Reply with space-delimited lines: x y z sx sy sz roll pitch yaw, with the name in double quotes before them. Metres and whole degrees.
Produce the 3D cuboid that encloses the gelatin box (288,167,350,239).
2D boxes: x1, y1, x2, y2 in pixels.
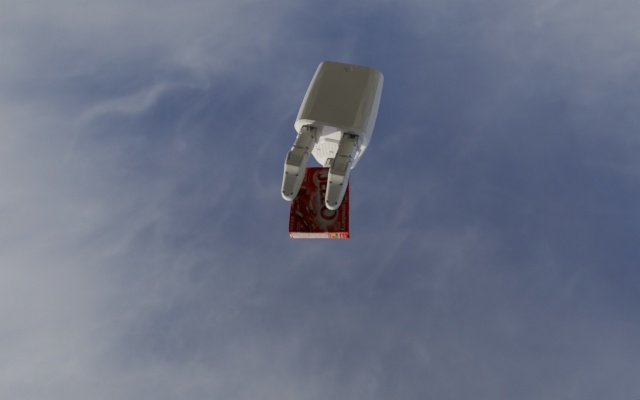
"gelatin box" 0.000 0.002 0.591 0.073 0.089 0.030 0 -21 6
